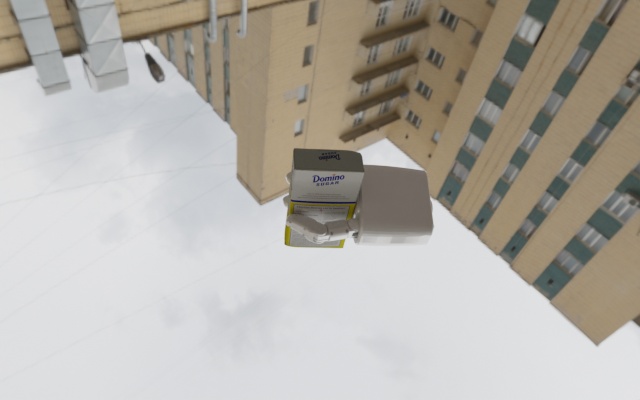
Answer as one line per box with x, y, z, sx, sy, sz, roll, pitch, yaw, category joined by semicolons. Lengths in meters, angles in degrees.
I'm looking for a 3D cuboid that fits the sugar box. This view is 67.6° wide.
0.000;0.002;0.678;0.093;0.048;0.176;2;-42;-8;sugar box
